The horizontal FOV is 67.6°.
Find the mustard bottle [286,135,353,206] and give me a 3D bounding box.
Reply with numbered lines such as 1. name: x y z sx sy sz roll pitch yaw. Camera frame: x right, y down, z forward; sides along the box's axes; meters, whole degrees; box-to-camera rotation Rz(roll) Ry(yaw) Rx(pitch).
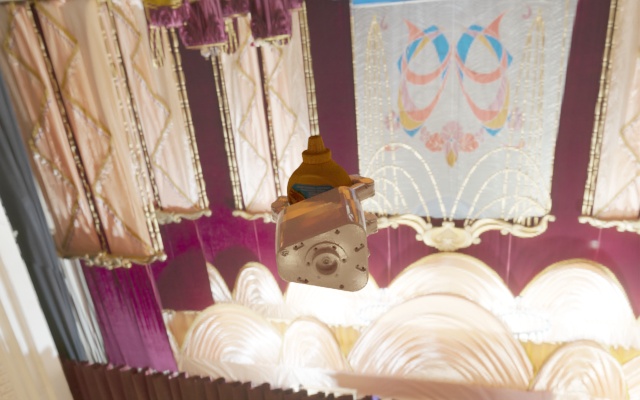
1. mustard bottle: 0.000 0.002 0.681 0.096 0.192 0.058 4 24 23
